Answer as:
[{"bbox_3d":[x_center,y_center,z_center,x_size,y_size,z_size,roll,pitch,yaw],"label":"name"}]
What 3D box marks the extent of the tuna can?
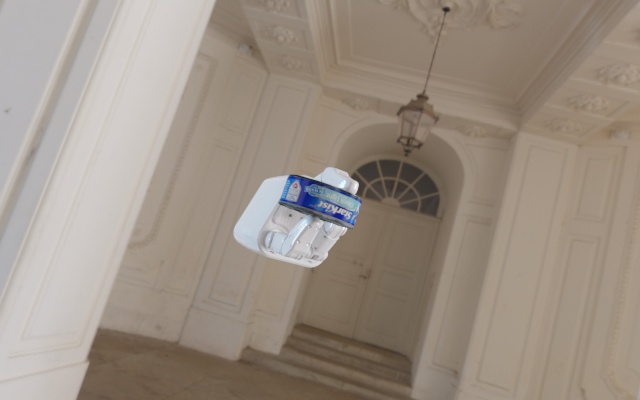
[{"bbox_3d":[0.000,0.001,0.511,0.086,0.034,0.086,19,-5,2],"label":"tuna can"}]
